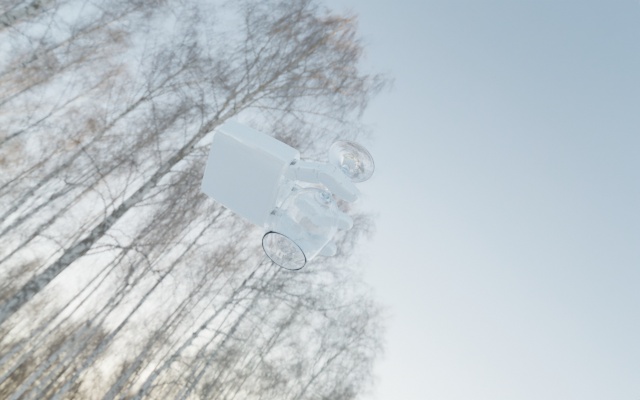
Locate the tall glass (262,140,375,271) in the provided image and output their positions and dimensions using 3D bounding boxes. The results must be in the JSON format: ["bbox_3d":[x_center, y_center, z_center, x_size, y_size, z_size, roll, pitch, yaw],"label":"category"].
[{"bbox_3d":[0.001,0.002,0.634,0.079,0.079,0.201,0,37,34],"label":"tall glass"}]
